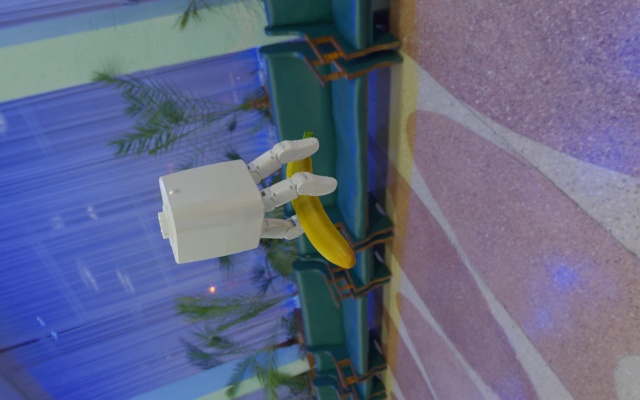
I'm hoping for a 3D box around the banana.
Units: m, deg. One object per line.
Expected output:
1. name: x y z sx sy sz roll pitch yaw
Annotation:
1. banana: -0.008 0.008 0.633 0.037 0.197 0.070 -8 -24 -29
